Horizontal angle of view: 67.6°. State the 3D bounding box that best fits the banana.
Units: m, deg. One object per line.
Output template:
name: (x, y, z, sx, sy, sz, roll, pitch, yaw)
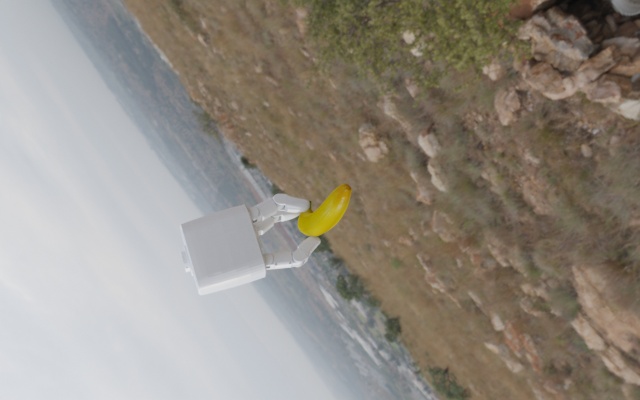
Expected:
banana: (-0.002, 0.021, 0.754, 0.037, 0.069, 0.198, 5, -9, -20)
